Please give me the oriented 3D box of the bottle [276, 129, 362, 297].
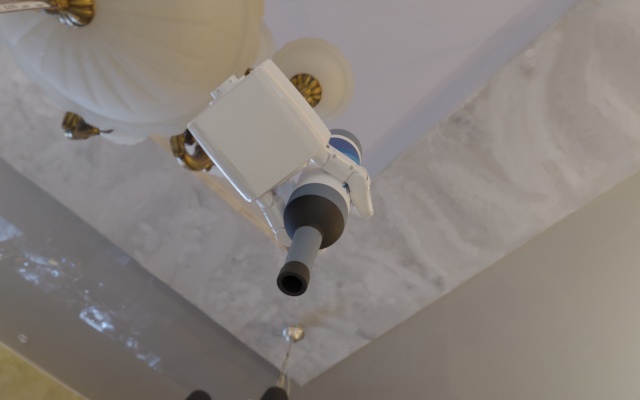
[{"bbox_3d":[0.000,0.002,0.534,0.069,0.069,0.295,0,28,11],"label":"bottle"}]
